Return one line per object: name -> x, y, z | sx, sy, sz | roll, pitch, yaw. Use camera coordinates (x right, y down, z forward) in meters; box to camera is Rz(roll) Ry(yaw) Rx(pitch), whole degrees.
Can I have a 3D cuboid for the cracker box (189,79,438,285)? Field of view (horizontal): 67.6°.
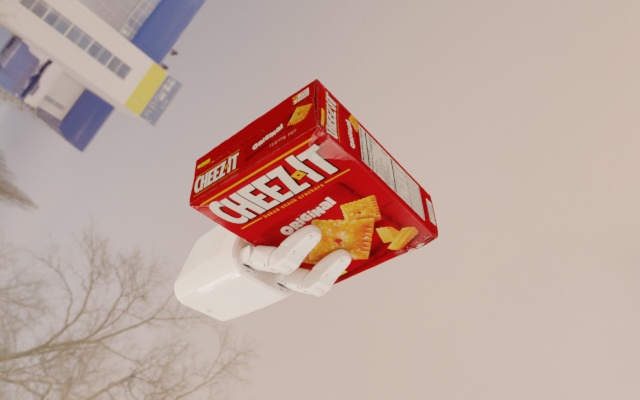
cracker box -> 0.000, 0.002, 0.502 | 0.164, 0.072, 0.214 | -28, -46, 27
